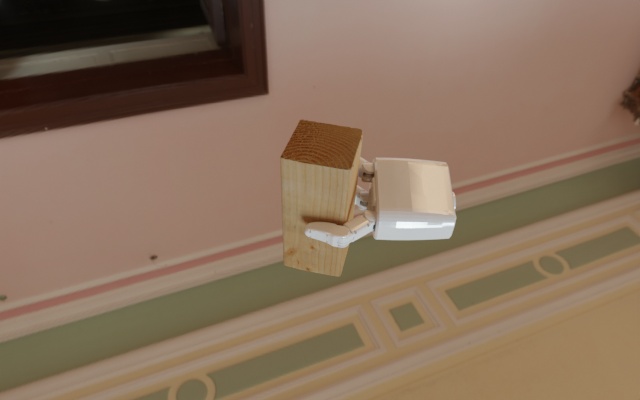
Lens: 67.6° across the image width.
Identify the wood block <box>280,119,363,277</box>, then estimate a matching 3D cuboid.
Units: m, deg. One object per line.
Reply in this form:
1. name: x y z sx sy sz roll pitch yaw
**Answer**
1. wood block: 0.000 0.003 0.673 0.090 0.206 0.090 11 43 9
